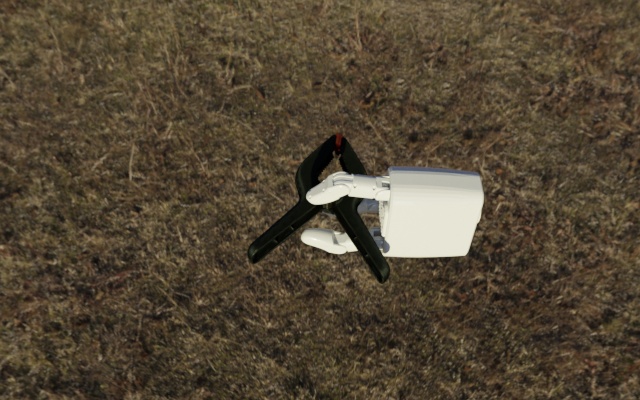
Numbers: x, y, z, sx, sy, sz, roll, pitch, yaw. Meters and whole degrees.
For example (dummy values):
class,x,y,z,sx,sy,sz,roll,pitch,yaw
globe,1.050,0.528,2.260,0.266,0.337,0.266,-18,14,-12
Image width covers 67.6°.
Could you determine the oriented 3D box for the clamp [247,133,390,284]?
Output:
class,x,y,z,sx,sy,sz,roll,pitch,yaw
clamp,0.000,0.001,0.595,0.164,0.209,0.036,3,-34,-2
